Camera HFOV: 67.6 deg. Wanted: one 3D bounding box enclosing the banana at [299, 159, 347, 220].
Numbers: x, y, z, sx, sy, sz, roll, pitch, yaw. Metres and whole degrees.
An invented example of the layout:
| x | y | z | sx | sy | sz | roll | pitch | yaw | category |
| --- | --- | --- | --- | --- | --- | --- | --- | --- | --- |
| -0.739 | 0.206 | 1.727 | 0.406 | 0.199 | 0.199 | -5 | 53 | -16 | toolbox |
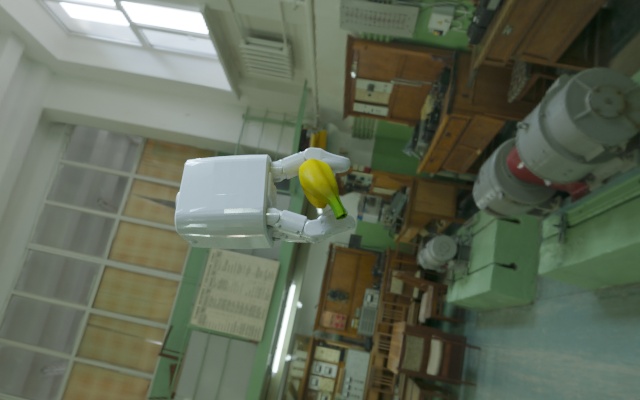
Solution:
| x | y | z | sx | sy | sz | roll | pitch | yaw | category |
| --- | --- | --- | --- | --- | --- | --- | --- | --- | --- |
| -0.004 | -0.016 | 0.576 | 0.037 | 0.069 | 0.198 | -14 | 4 | -3 | banana |
